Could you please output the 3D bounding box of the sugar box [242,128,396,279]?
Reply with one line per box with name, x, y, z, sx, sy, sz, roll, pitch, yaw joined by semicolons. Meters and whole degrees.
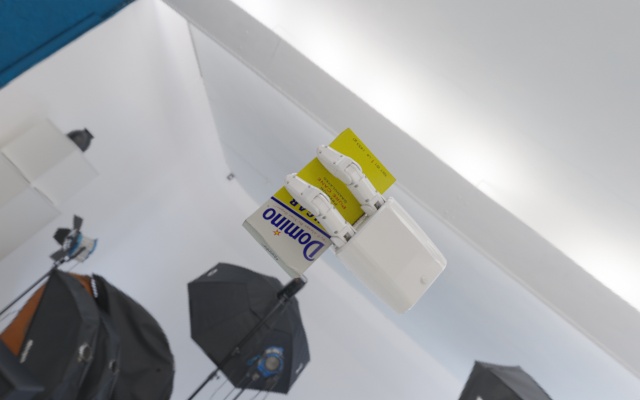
sugar box;0.000;0.002;0.584;0.176;0.093;0.048;-44;3;-20
